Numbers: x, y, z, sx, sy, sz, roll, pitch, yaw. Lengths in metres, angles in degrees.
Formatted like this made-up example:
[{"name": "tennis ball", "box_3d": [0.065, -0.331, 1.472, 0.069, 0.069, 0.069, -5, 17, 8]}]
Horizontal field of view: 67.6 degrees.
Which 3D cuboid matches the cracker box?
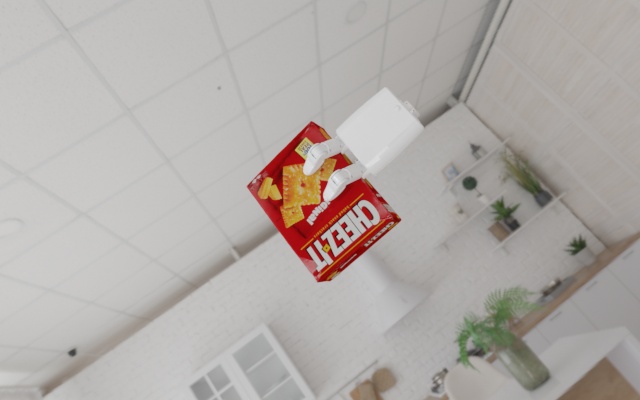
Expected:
[{"name": "cracker box", "box_3d": [0.000, 0.002, 0.793, 0.164, 0.213, 0.072, -43, -18, 13]}]
